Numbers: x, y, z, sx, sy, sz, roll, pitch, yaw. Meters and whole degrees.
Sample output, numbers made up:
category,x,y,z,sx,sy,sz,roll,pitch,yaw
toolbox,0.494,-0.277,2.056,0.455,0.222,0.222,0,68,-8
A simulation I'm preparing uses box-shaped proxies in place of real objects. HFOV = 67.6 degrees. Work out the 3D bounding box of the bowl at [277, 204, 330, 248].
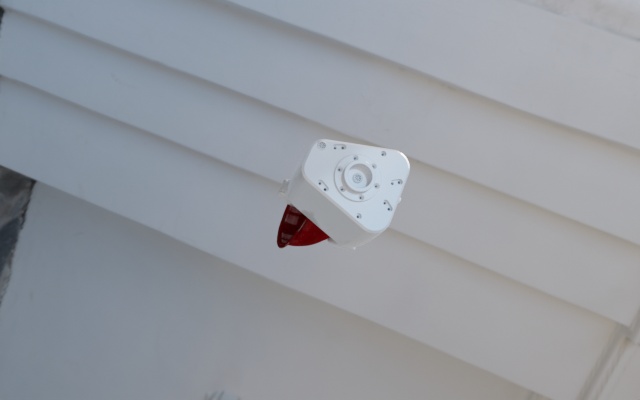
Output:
category,x,y,z,sx,sy,sz,roll,pitch,yaw
bowl,0.000,0.002,0.659,0.055,0.162,0.162,27,-7,-14
